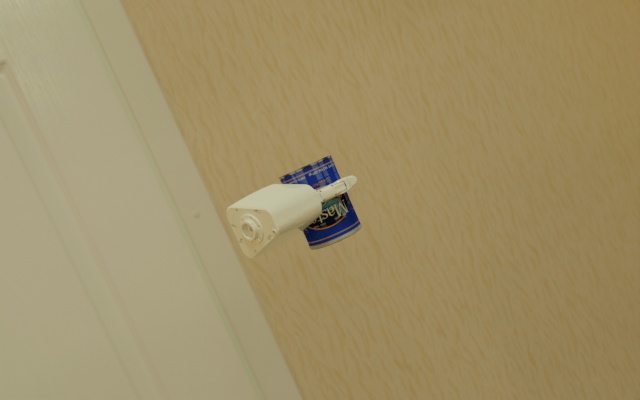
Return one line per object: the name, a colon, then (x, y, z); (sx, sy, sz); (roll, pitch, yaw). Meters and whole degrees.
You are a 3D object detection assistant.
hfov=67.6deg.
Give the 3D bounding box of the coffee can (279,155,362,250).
coffee can: (0.000, 0.003, 0.852); (0.103, 0.140, 0.103); (-24, 5, 2)
